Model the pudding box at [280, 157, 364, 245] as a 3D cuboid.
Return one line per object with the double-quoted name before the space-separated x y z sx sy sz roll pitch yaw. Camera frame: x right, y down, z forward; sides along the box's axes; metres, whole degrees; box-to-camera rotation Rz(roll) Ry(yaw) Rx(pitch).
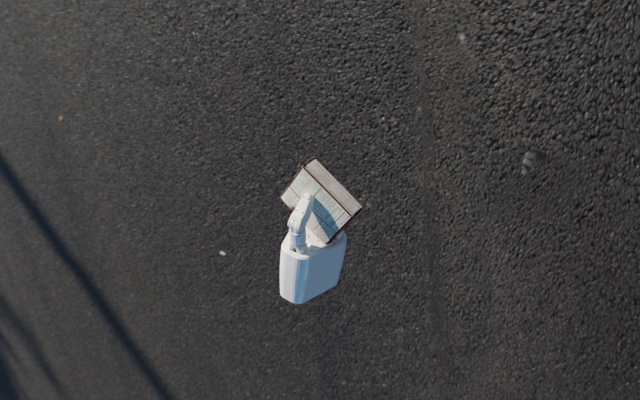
"pudding box" 0.000 0.003 0.752 0.039 0.113 0.090 -40 -7 -46
